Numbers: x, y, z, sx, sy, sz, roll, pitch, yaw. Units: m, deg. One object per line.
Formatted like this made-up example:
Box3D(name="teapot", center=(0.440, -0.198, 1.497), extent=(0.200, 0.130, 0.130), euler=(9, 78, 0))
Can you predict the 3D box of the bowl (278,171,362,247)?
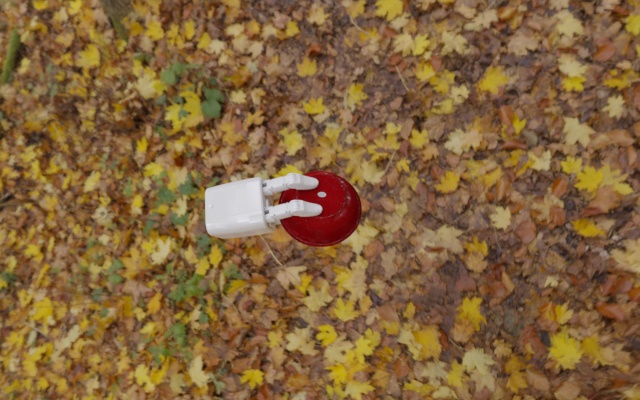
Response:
Box3D(name="bowl", center=(0.001, 0.002, 0.893), extent=(0.162, 0.162, 0.055), euler=(0, -27, -3))
